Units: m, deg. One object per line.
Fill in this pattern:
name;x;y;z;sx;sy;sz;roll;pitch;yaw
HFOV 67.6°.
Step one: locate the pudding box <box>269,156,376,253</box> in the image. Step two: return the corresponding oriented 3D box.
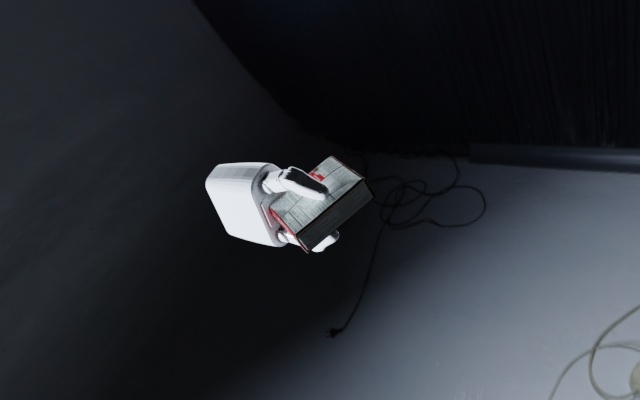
pudding box;0.000;0.002;0.606;0.039;0.113;0.090;53;-6;-36
